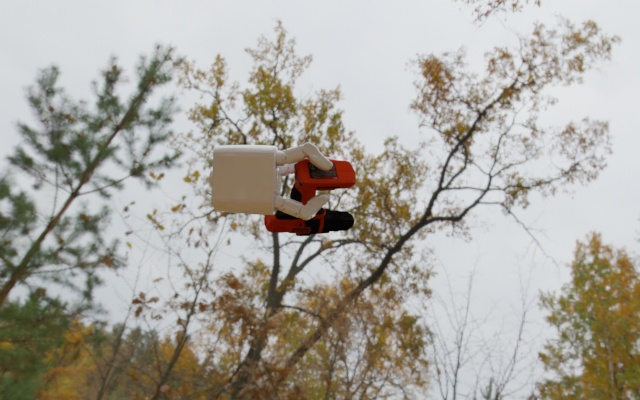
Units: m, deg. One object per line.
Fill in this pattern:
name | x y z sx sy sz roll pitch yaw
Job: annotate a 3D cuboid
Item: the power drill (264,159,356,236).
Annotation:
power drill | 0.000 0.003 0.889 0.184 0.057 0.188 0 -36 -21
